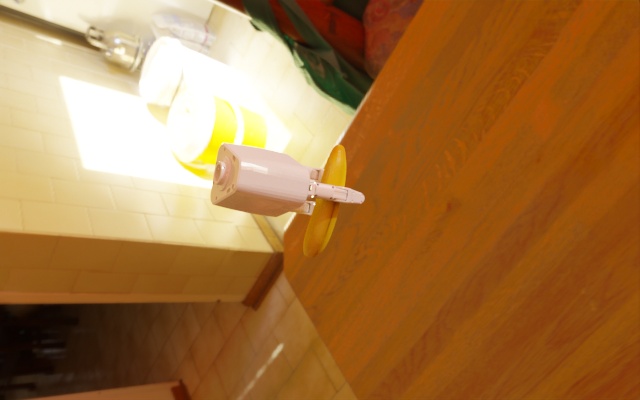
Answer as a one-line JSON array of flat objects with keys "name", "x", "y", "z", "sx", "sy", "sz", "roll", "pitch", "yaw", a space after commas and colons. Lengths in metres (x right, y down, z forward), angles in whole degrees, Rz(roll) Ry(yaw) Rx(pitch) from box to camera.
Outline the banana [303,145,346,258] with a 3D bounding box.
[{"name": "banana", "x": 0.004, "y": 0.013, "z": 0.734, "sx": 0.037, "sy": 0.198, "sz": 0.069, "roll": 10, "pitch": 22, "yaw": -20}]
